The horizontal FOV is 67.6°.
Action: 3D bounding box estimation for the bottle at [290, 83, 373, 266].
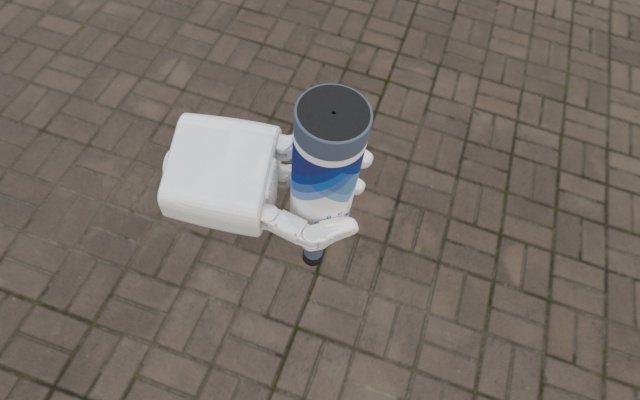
[{"bbox_3d":[0.000,0.002,0.522,0.069,0.069,0.296,0,-31,-5],"label":"bottle"}]
